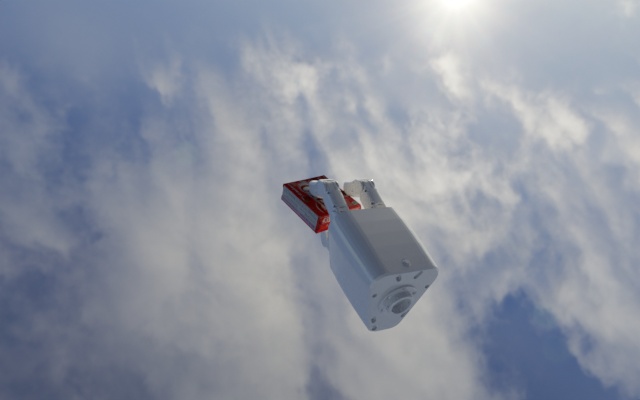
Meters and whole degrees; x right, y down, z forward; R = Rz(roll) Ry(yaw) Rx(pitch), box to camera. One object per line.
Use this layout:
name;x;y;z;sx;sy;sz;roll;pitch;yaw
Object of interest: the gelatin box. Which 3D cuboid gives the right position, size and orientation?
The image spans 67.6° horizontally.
gelatin box;0.000;0.002;0.660;0.073;0.030;0.089;-14;40;-36
